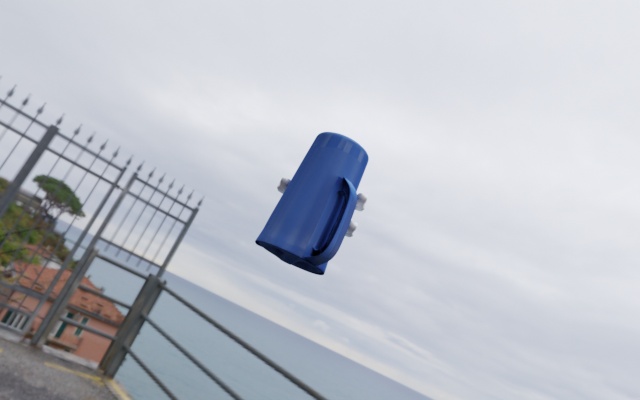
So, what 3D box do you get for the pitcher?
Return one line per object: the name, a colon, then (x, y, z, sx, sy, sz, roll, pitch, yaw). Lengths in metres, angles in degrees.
pitcher: (0.000, 0.003, 0.852, 0.149, 0.242, 0.145, 22, -15, 13)
